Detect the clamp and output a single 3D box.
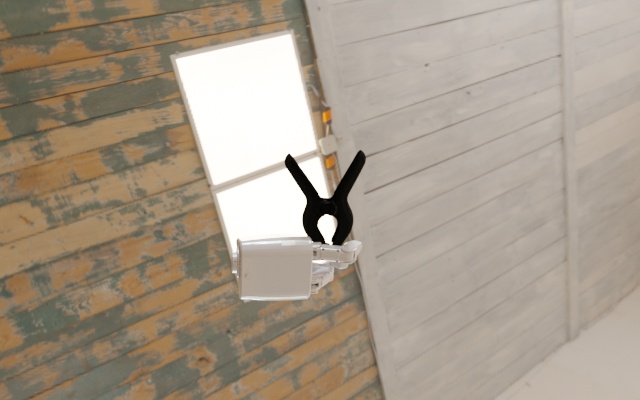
[{"bbox_3d":[0.000,0.002,0.728,0.120,0.171,0.039,7,11,4],"label":"clamp"}]
